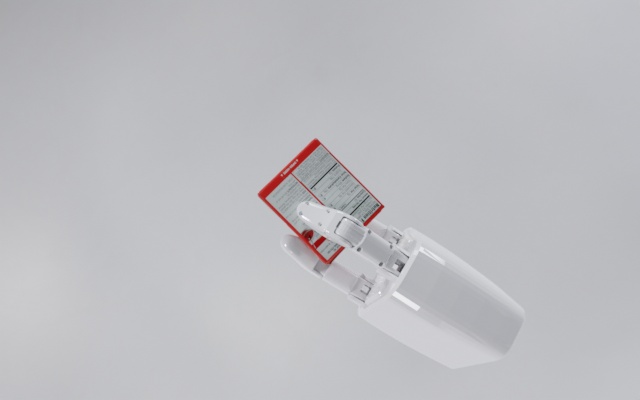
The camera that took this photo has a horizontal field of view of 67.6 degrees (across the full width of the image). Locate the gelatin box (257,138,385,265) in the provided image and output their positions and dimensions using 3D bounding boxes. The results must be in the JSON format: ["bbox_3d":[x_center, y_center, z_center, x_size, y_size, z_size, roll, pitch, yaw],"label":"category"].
[{"bbox_3d":[0.000,0.001,0.426,0.073,0.089,0.030,-45,1,-6],"label":"gelatin box"}]
